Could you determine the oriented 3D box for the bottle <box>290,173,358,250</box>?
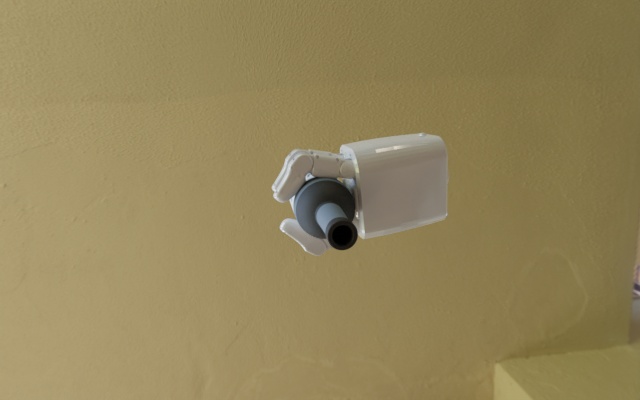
[{"bbox_3d":[0.000,0.002,0.556,0.069,0.069,0.295,0,11,-8],"label":"bottle"}]
